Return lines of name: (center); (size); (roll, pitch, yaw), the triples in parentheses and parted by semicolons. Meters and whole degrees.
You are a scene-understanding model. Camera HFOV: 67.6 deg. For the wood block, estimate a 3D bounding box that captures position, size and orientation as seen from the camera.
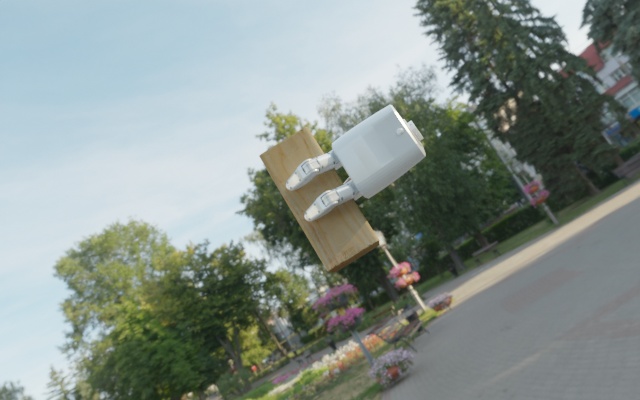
wood block: (0.000, 0.002, 0.750); (0.090, 0.206, 0.091); (-32, -13, 1)
